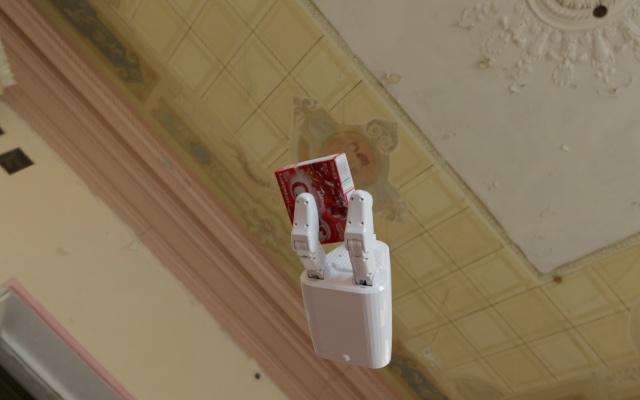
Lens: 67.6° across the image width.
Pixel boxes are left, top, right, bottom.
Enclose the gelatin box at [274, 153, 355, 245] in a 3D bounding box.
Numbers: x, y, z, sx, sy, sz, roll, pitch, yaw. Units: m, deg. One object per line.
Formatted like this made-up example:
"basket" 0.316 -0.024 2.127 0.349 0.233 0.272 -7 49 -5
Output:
"gelatin box" 0.000 0.001 0.499 0.073 0.089 0.030 -10 13 29
